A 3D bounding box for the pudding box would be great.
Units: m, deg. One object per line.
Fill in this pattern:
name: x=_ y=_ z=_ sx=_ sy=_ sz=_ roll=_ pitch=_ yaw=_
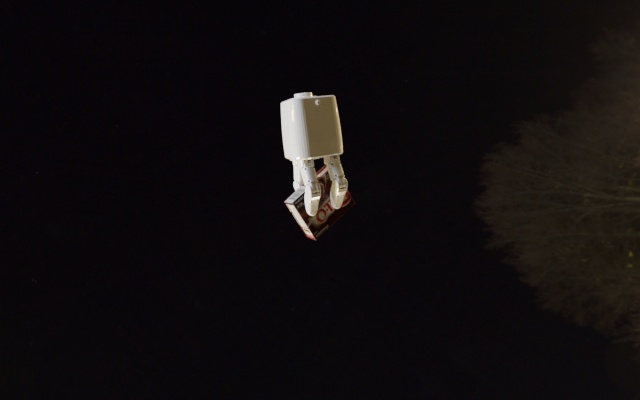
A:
pudding box: x=0.000 y=0.003 z=0.889 sx=0.113 sy=0.090 sz=0.039 roll=-41 pitch=26 yaw=-20
